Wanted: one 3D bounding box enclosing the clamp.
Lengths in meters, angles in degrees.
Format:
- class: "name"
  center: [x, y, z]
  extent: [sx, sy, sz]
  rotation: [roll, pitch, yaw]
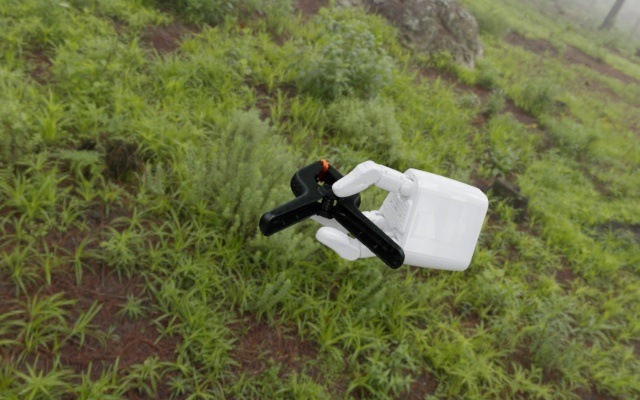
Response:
- class: "clamp"
  center: [0.000, 0.001, 0.584]
  extent: [0.164, 0.036, 0.209]
  rotation: [13, 26, -19]
